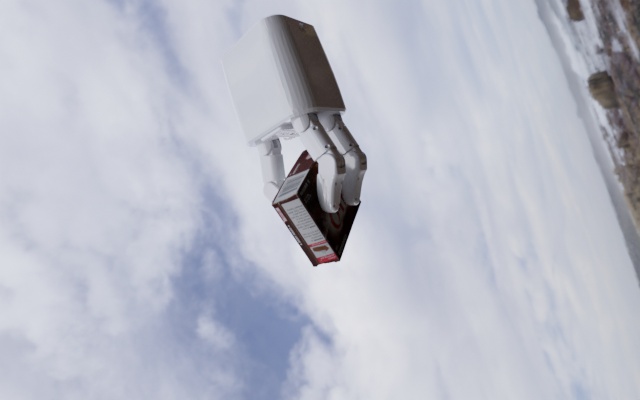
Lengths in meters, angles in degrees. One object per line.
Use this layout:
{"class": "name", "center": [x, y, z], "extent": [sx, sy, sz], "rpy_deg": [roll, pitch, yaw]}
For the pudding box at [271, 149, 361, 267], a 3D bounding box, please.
{"class": "pudding box", "center": [0.000, 0.002, 0.521], "extent": [0.039, 0.090, 0.113], "rpy_deg": [-18, 27, 31]}
